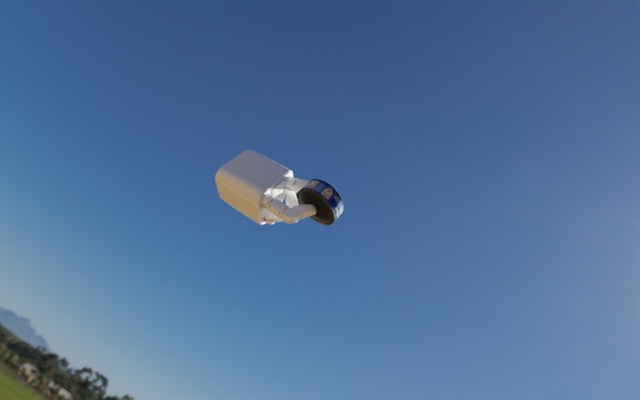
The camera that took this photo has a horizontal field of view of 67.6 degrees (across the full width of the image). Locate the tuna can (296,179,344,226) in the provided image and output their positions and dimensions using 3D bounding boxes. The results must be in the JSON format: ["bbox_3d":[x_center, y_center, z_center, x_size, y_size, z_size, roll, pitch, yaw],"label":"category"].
[{"bbox_3d":[0.001,0.003,0.868,0.086,0.086,0.033,0,40,50],"label":"tuna can"}]
